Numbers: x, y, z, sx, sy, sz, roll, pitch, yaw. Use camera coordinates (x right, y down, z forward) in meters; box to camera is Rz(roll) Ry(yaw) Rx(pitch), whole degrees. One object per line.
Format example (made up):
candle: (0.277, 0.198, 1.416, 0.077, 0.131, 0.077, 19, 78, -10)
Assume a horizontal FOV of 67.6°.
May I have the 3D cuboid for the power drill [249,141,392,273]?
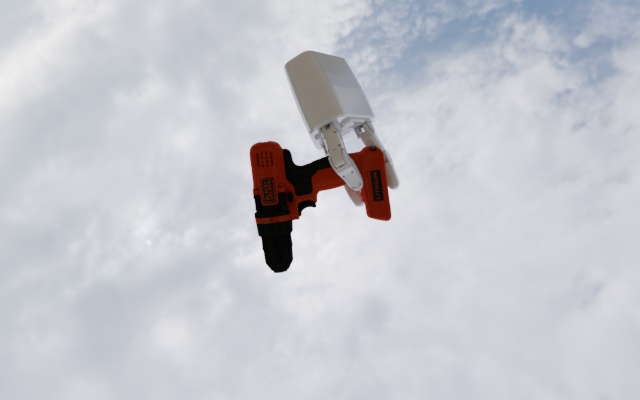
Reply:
power drill: (0.001, 0.002, 0.661, 0.187, 0.184, 0.057, -7, 7, 0)
